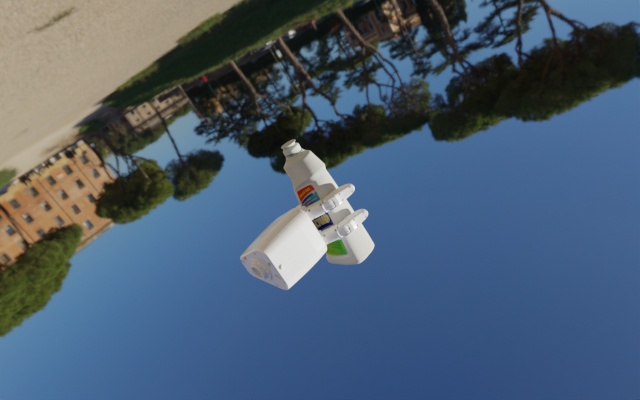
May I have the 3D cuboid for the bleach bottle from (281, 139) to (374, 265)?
[{"bbox_3d":[0.000,0.003,0.870,0.102,0.251,0.068,-4,34,51],"label":"bleach bottle"}]
